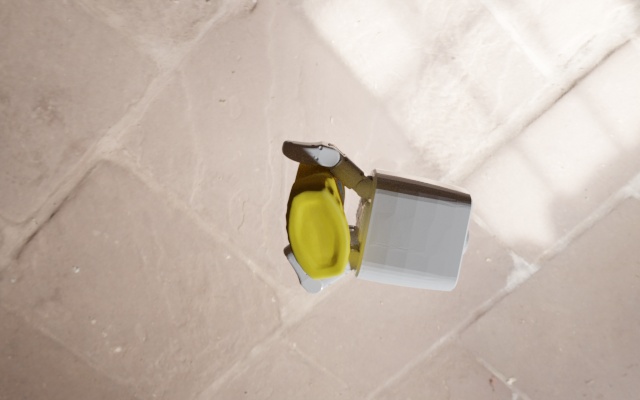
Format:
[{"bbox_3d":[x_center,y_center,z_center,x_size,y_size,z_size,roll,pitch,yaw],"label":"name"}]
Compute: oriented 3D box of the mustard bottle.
[{"bbox_3d":[0.000,0.002,0.526,0.058,0.096,0.191,-13,18,6],"label":"mustard bottle"}]
